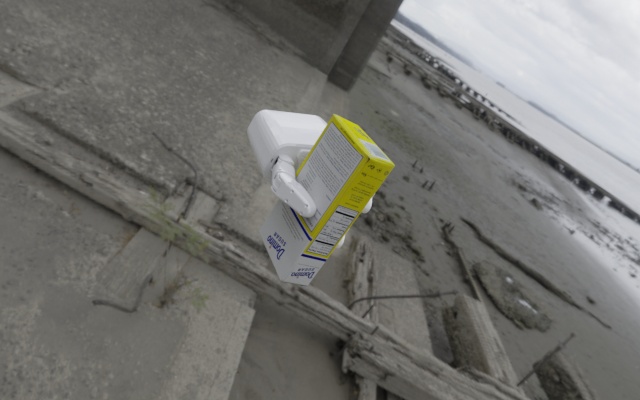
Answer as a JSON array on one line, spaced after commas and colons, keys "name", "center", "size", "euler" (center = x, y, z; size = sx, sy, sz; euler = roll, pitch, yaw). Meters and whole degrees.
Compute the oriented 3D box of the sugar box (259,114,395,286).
[{"name": "sugar box", "center": [0.001, 0.002, 0.541], "size": [0.048, 0.176, 0.093], "euler": [16, 28, -35]}]
